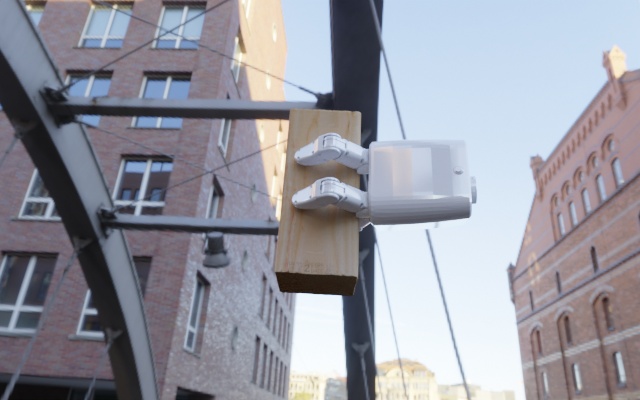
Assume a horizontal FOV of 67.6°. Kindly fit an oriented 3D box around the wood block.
[{"bbox_3d":[0.000,0.002,0.576,0.090,0.206,0.091,3,-25,1],"label":"wood block"}]
